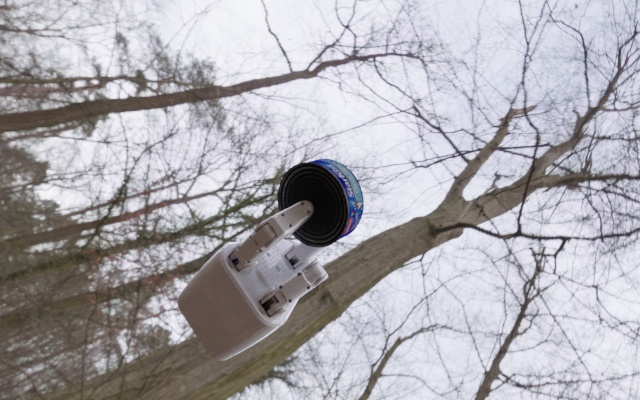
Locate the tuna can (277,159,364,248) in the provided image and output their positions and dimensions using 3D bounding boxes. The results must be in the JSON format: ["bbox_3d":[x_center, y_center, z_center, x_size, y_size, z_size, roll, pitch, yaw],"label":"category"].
[{"bbox_3d":[0.000,0.001,0.479,0.086,0.086,0.033,0,13,36],"label":"tuna can"}]
